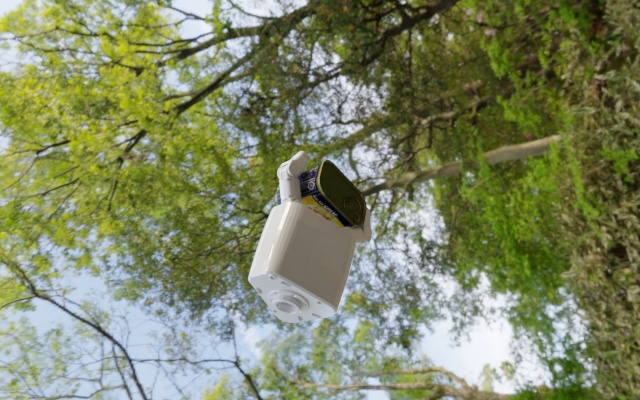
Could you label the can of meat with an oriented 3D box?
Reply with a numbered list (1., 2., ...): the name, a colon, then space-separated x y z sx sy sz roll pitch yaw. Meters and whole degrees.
1. can of meat: 0.000 0.002 0.658 0.084 0.057 0.102 -20 -49 35
